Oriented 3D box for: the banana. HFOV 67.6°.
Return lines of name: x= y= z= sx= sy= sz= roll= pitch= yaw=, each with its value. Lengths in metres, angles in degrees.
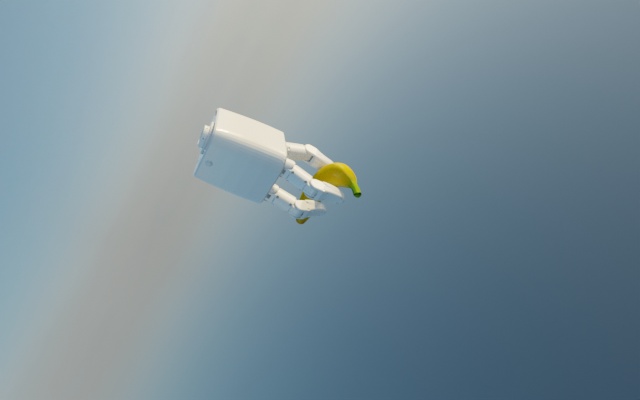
banana: x=0.004 y=-0.016 z=0.760 sx=0.037 sy=0.069 sz=0.198 roll=15 pitch=-21 yaw=-22
